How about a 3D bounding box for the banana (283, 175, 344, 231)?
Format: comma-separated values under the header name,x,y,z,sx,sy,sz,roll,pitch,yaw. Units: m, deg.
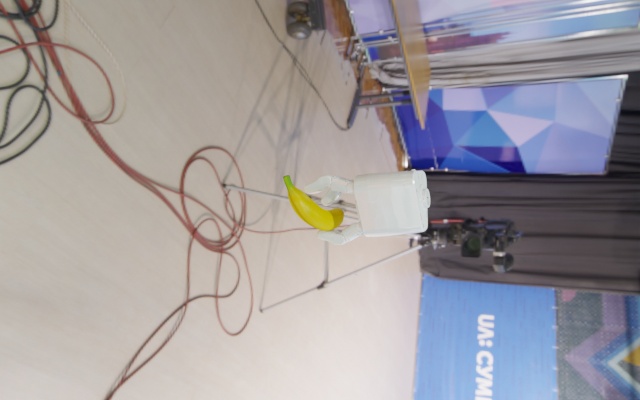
name,x,y,z,sx,sy,sz,roll,pitch,yaw
banana,-0.002,0.019,0.846,0.037,0.069,0.198,-10,-24,26
